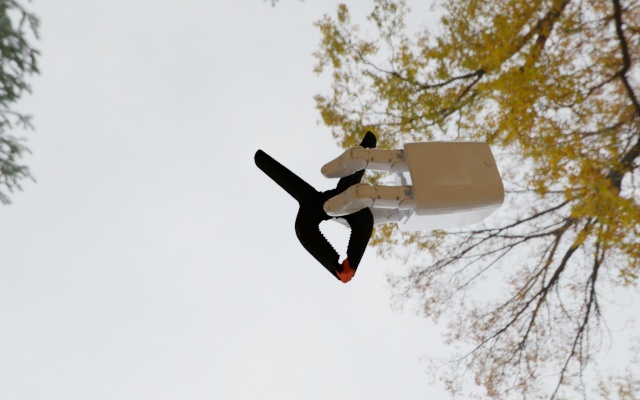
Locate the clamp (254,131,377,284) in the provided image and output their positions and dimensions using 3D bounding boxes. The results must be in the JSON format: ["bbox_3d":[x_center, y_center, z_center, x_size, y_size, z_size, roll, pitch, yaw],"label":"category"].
[{"bbox_3d":[0.000,0.003,0.589,0.164,0.209,0.036,-5,-34,0],"label":"clamp"}]
